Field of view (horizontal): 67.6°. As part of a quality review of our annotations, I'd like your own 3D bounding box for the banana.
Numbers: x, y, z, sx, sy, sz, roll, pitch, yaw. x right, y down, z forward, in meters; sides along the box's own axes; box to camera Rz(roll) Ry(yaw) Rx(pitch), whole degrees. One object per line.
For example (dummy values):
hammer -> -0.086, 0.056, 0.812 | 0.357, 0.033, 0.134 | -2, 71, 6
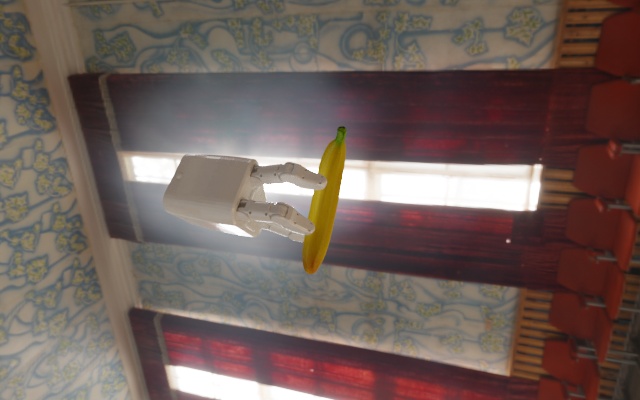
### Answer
banana -> 0.004, 0.001, 0.650 | 0.037, 0.198, 0.069 | 10, -5, 10
